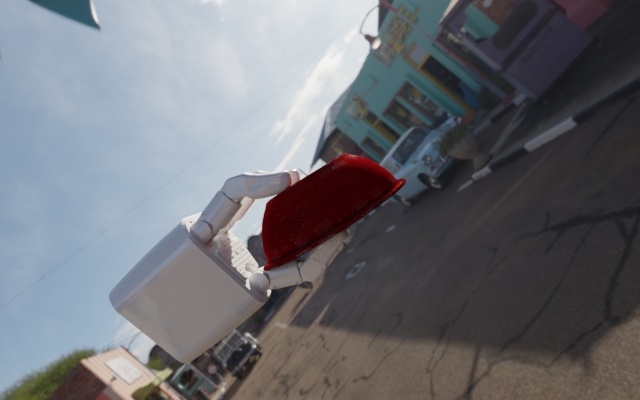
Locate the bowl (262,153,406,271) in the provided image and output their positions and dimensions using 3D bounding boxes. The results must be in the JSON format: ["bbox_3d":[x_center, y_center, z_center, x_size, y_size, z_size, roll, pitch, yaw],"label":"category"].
[{"bbox_3d":[0.001,0.000,0.462,0.162,0.055,0.162,-32,2,1],"label":"bowl"}]
